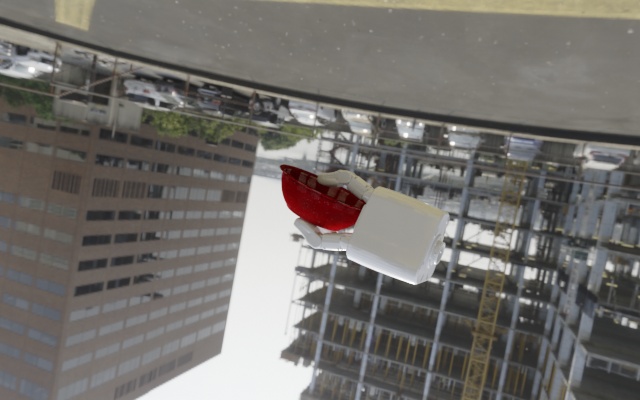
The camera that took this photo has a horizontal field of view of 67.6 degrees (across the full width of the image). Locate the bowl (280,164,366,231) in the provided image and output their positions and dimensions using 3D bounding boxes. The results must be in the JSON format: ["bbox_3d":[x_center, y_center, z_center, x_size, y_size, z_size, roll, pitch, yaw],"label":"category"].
[{"bbox_3d":[-0.001,0.002,0.742,0.162,0.055,0.162,25,10,-5],"label":"bowl"}]
